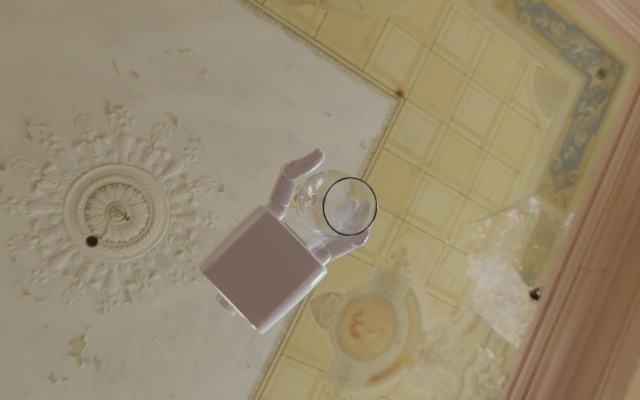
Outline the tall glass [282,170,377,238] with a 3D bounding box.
[{"bbox_3d":[0.000,0.002,0.588,0.079,0.079,0.201,0,2,-19],"label":"tall glass"}]
